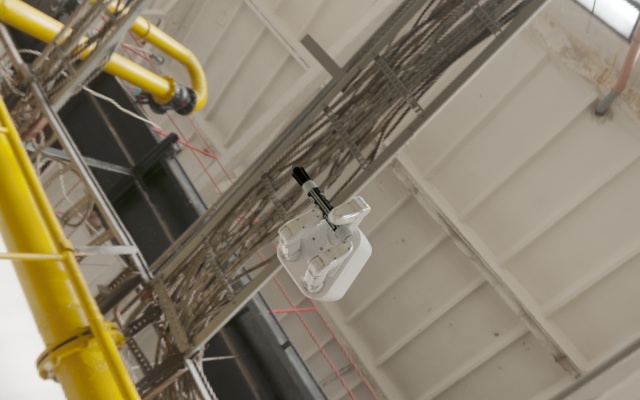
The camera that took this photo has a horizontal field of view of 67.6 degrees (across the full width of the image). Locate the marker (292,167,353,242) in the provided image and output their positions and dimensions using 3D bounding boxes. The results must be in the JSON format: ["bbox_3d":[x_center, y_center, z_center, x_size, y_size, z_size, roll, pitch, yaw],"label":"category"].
[{"bbox_3d":[0.000,0.002,0.617,0.020,0.121,0.020,-31,-23,-15],"label":"marker"}]
